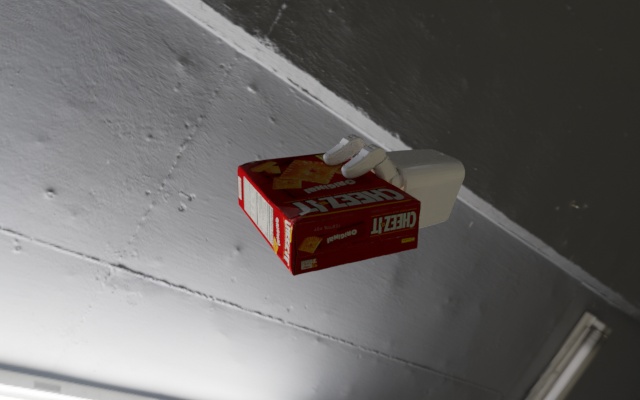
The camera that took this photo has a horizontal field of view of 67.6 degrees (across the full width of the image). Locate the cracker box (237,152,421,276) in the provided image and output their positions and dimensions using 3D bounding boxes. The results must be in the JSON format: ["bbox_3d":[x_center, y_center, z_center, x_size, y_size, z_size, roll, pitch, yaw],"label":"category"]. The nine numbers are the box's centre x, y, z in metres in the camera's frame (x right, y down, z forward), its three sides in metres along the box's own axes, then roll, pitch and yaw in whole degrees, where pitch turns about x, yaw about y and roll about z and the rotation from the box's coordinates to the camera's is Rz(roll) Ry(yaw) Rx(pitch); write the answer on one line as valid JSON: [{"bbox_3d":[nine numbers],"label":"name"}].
[{"bbox_3d":[0.000,0.002,0.617,0.164,0.072,0.213,-10,24,-23],"label":"cracker box"}]
